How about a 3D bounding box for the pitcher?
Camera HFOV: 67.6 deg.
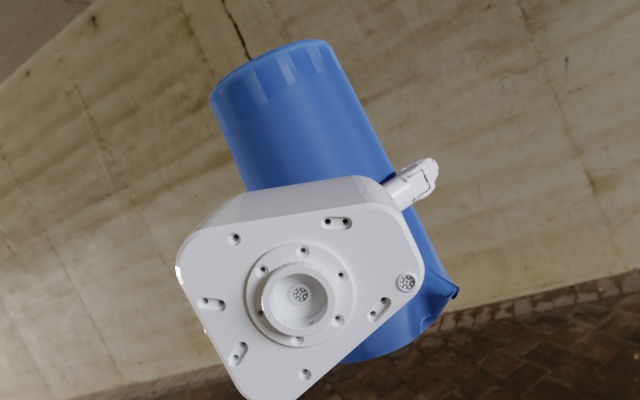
[{"bbox_3d":[0.000,0.001,0.410,0.149,0.243,0.145,-24,7,6],"label":"pitcher"}]
